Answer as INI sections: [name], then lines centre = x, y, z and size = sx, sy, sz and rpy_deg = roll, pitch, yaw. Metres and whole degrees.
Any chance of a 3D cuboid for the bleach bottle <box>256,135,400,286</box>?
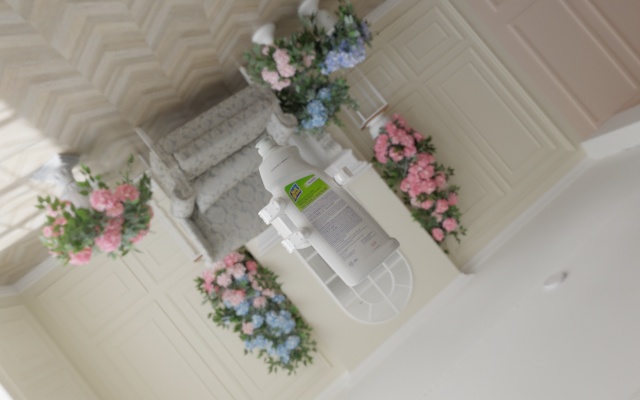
[bleach bottle]
centre = 0.000, 0.002, 0.713
size = 0.102, 0.251, 0.068
rpy_deg = -39, -2, -14
